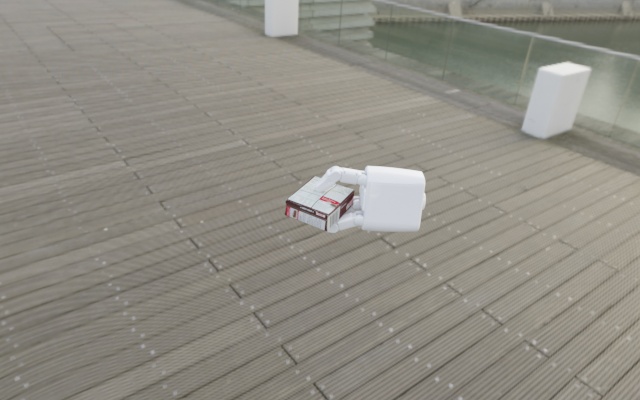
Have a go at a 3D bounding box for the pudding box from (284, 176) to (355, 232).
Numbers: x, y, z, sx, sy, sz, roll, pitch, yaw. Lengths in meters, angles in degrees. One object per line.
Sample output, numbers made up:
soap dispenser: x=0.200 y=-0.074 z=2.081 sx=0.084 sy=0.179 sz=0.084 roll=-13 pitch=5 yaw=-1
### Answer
pudding box: x=0.000 y=0.003 z=0.884 sx=0.090 sy=0.039 sz=0.113 roll=19 pitch=33 yaw=21
